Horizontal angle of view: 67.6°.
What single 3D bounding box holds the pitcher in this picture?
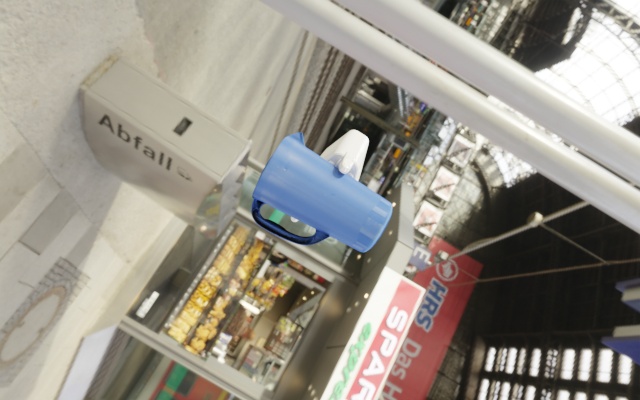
[{"bbox_3d":[0.000,0.003,0.885,0.243,0.149,0.145,30,41,-2],"label":"pitcher"}]
